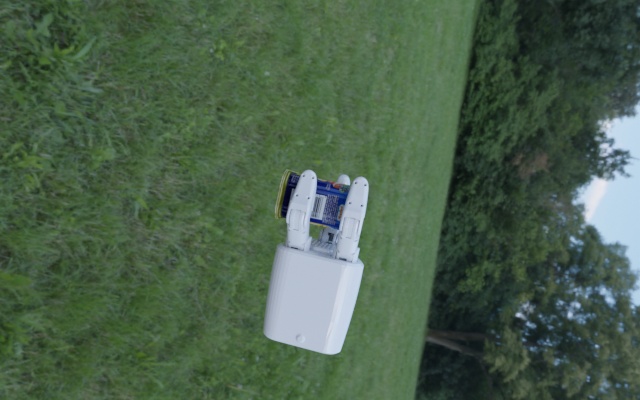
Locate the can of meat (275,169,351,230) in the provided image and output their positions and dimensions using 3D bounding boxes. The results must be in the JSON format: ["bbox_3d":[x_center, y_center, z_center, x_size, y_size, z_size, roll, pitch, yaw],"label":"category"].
[{"bbox_3d":[0.000,0.002,0.561,0.084,0.057,0.102,13,1,7],"label":"can of meat"}]
